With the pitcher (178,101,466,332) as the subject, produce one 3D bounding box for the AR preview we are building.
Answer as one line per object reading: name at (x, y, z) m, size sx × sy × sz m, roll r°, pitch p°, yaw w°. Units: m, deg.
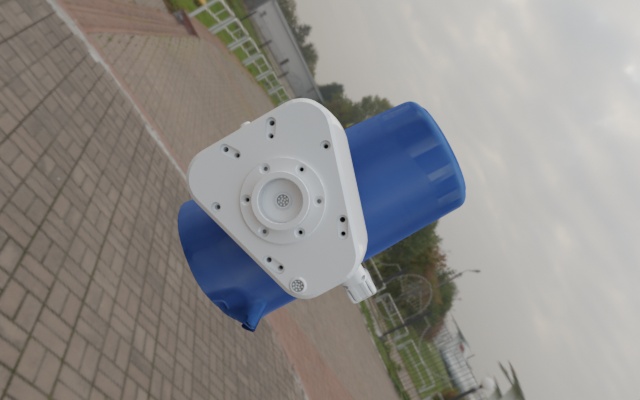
pitcher at (0.000, 0.002, 0.454) m, size 0.243 × 0.149 × 0.145 m, roll -27°, pitch -1°, yaw 5°
